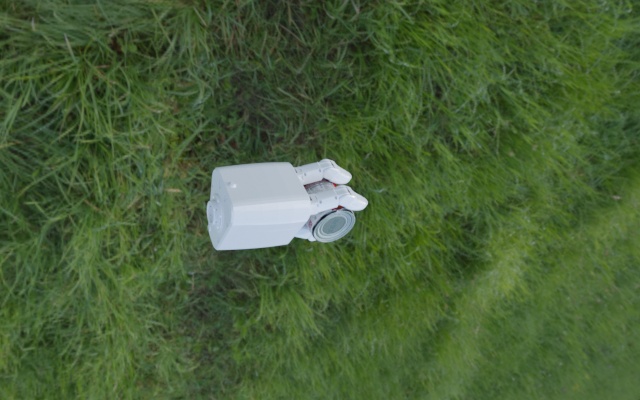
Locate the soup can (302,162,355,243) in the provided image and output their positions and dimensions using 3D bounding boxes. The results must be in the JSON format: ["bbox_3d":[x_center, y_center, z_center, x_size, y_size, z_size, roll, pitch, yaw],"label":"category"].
[{"bbox_3d":[0.001,0.003,0.702,0.068,0.068,0.102,0,44,-33],"label":"soup can"}]
